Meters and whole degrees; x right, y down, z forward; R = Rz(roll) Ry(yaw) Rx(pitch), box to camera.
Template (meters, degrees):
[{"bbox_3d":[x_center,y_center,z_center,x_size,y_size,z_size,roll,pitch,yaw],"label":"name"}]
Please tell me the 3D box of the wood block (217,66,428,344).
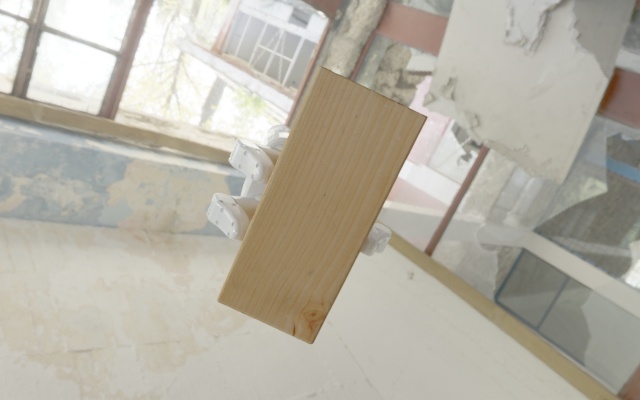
[{"bbox_3d":[0.000,0.001,0.411,0.091,0.206,0.090,25,14,-1],"label":"wood block"}]
